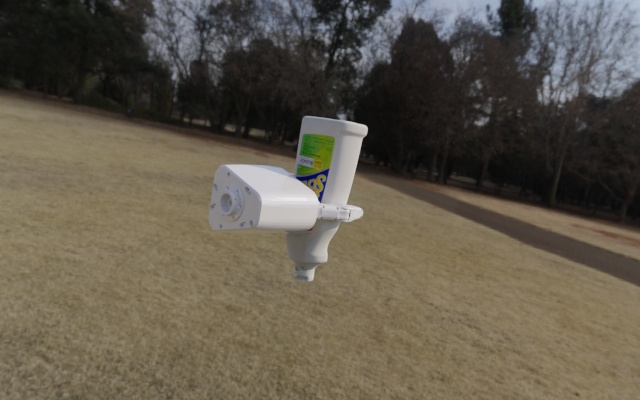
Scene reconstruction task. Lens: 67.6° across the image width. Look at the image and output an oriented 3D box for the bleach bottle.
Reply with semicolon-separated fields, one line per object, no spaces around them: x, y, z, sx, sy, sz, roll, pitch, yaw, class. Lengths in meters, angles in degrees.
0.000;0.002;0.733;0.102;0.251;0.068;15;9;40;bleach bottle
